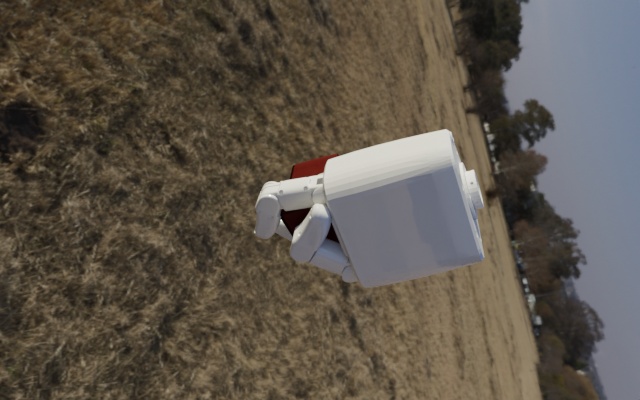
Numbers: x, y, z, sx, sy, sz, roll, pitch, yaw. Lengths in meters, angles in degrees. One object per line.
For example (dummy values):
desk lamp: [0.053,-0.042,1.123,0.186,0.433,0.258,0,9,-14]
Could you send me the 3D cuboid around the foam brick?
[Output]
foam brick: [0.000,0.001,0.460,0.051,0.053,0.078,-15,37,21]
